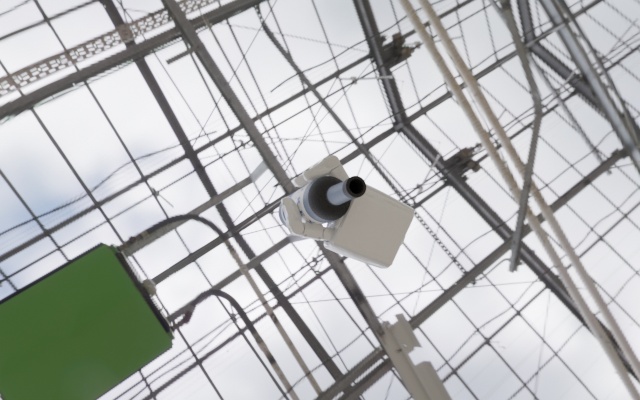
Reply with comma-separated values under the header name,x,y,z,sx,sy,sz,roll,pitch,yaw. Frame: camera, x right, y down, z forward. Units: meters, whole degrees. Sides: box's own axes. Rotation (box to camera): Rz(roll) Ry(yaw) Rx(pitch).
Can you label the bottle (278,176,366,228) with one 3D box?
name,x,y,z,sx,sy,sz,roll,pitch,yaw
bottle,0.000,0.002,0.728,0.069,0.069,0.296,0,-8,-18
